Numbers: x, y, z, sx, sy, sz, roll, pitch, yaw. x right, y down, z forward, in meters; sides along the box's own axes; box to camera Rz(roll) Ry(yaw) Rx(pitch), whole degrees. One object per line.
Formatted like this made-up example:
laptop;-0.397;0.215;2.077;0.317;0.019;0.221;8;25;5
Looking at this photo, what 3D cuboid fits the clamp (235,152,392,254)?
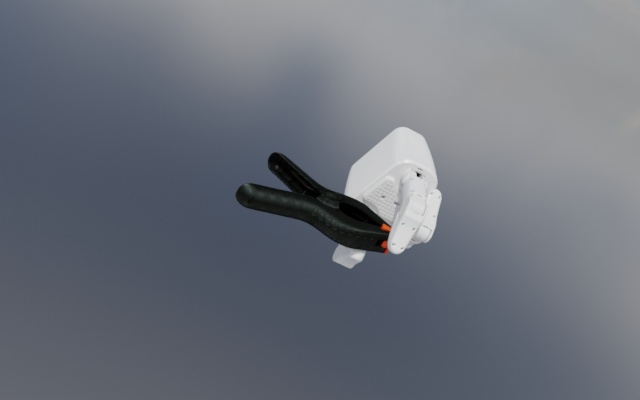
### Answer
clamp;0.000;0.001;0.516;0.171;0.039;0.120;25;32;-9
